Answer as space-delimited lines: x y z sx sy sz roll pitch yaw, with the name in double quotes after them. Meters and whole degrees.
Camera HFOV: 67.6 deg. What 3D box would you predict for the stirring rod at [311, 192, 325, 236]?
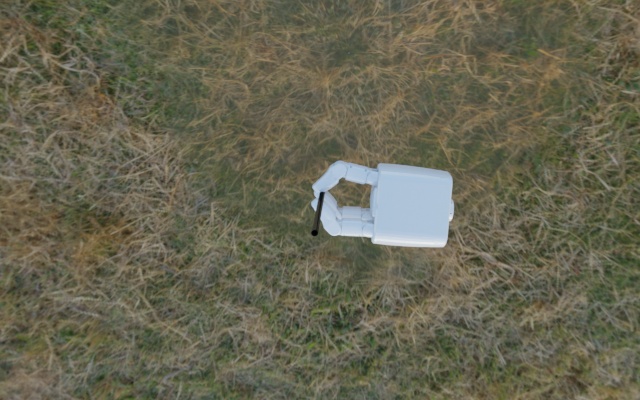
0.000 0.002 0.664 0.011 0.011 0.239 0 17 3 "stirring rod"
